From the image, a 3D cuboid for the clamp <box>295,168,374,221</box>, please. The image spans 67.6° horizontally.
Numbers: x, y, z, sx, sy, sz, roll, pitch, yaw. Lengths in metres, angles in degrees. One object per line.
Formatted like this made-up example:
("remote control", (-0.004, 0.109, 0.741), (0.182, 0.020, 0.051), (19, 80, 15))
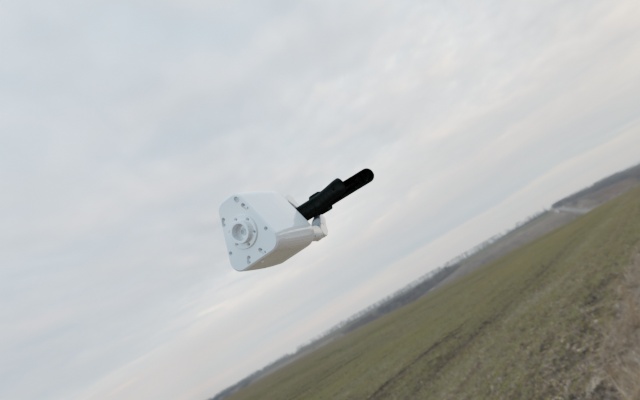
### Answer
("clamp", (0.000, 0.002, 0.764), (0.171, 0.039, 0.120), (-35, -12, 22))
